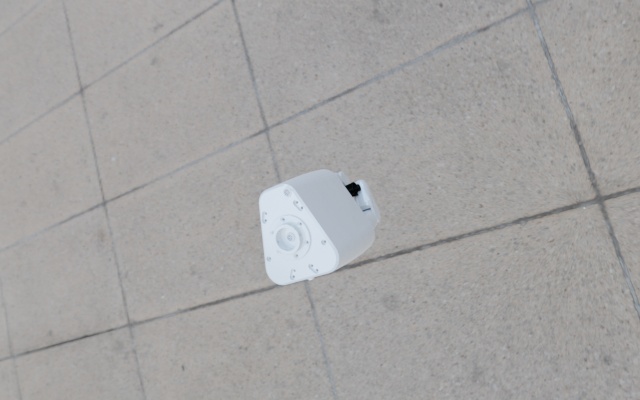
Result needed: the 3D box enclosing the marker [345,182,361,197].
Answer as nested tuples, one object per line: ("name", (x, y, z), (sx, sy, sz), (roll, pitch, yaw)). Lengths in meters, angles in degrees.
("marker", (0.000, 0.002, 0.642), (0.121, 0.020, 0.020), (-21, -10, 27))
